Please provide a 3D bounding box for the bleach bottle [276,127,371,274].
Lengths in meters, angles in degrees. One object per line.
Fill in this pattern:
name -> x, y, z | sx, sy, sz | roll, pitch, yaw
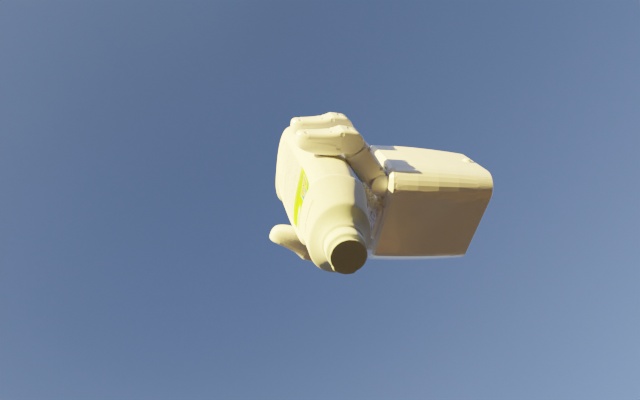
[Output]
bleach bottle -> 0.000, 0.001, 0.459 | 0.068, 0.103, 0.250 | 1, 22, -10
